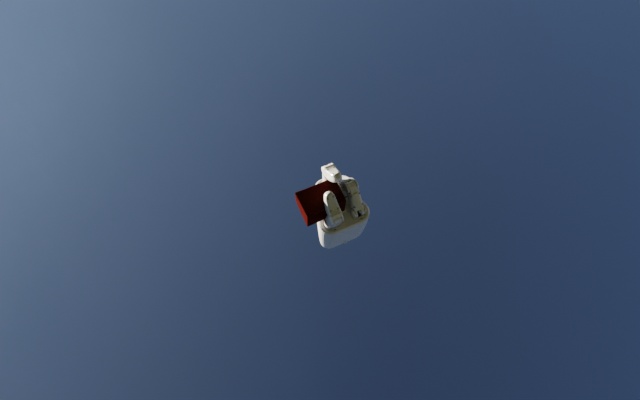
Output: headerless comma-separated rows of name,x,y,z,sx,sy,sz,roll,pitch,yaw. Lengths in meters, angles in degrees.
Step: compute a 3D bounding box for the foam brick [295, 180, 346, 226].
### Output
foam brick,0.000,0.003,0.852,0.078,0.053,0.051,-22,-20,-11
